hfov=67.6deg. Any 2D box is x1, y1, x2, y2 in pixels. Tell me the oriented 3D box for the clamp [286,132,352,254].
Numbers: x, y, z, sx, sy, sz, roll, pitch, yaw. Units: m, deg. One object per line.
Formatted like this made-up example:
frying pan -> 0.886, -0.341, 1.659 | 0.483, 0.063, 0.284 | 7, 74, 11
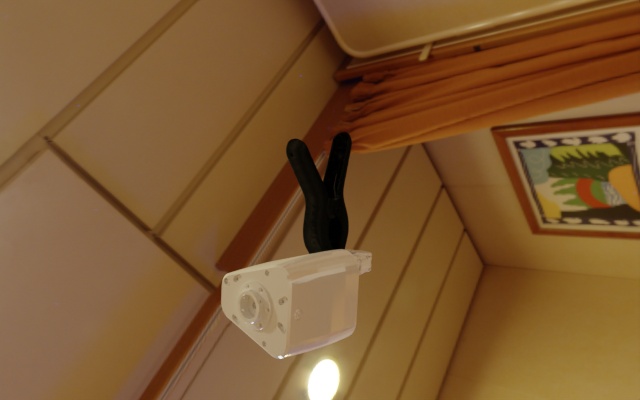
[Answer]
clamp -> 0.000, 0.002, 0.558 | 0.039, 0.171, 0.120 | 0, 2, 38
